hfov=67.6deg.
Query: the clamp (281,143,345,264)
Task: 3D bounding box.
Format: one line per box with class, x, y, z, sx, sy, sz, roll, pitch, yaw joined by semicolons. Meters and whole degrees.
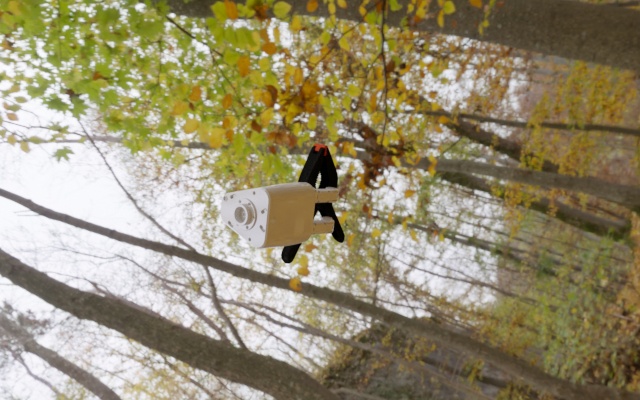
clamp;-0.001;0.002;0.869;0.036;0.210;0.164;16;13;37
